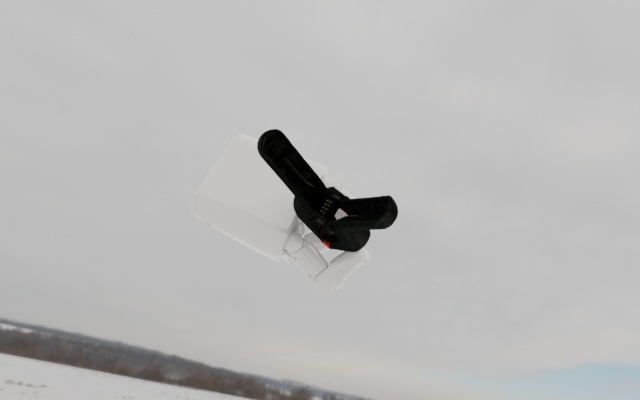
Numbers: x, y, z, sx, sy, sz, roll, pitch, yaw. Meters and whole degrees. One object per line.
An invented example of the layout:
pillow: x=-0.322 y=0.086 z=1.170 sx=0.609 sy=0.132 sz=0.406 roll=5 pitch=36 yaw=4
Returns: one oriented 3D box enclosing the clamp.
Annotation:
clamp: x=0.001 y=0.001 z=0.418 sx=0.120 sy=0.039 sz=0.171 roll=40 pitch=-17 yaw=8
